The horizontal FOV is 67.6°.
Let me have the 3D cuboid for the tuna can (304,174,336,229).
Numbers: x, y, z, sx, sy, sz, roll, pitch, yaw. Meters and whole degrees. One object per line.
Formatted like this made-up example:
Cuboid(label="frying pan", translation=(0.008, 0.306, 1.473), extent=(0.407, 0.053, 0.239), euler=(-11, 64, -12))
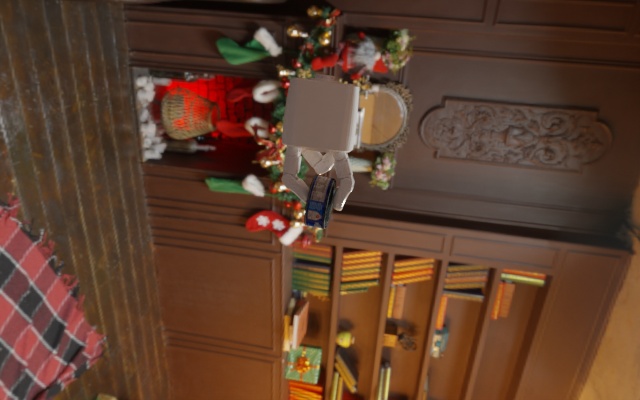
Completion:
Cuboid(label="tuna can", translation=(0.001, 0.003, 0.776), extent=(0.034, 0.086, 0.086), euler=(12, 2, 8))
